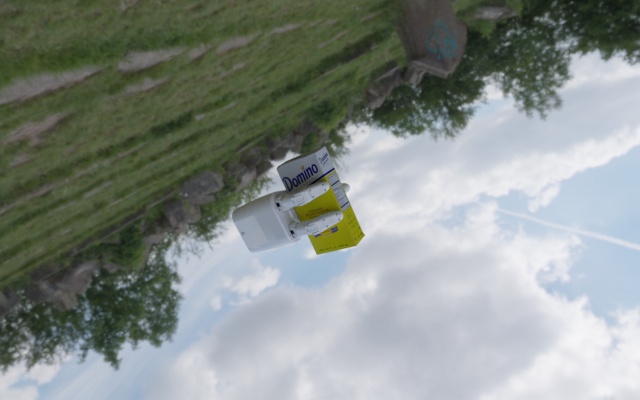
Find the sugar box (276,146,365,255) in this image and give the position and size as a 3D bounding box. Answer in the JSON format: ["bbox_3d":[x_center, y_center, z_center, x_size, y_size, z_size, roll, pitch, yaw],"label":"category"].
[{"bbox_3d":[0.000,0.003,0.832,0.093,0.176,0.048,-18,14,36],"label":"sugar box"}]
